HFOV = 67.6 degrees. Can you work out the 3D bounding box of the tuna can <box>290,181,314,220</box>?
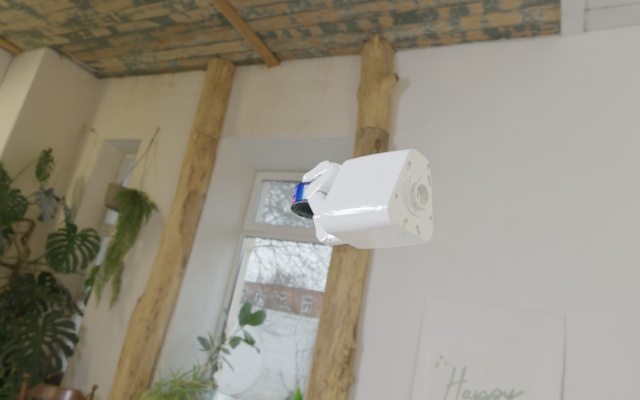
[{"bbox_3d":[0.000,0.002,0.711,0.086,0.033,0.086,7,-20,2],"label":"tuna can"}]
